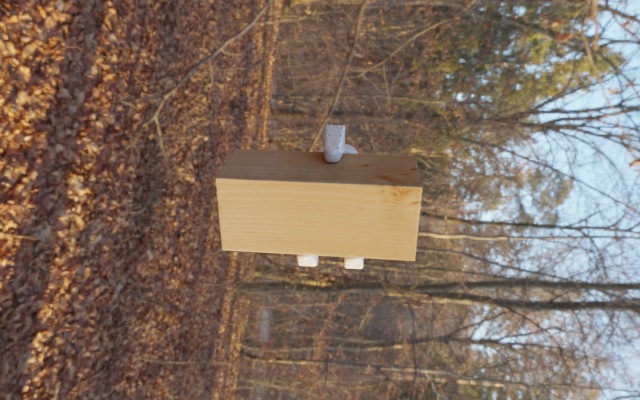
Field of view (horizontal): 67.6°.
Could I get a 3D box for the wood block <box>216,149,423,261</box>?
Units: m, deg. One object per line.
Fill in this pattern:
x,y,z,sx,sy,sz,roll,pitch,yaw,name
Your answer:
0.000,0.001,0.526,0.206,0.091,0.090,2,25,5,wood block
